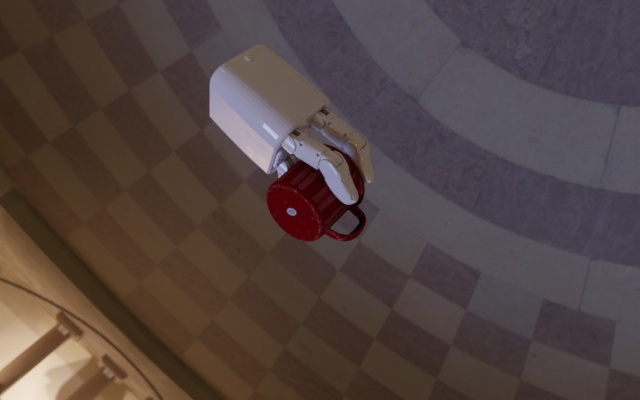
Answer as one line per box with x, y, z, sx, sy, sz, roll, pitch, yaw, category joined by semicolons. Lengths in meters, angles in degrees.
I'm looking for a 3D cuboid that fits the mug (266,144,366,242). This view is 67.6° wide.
0.001;0.003;0.554;0.081;0.117;0.093;-44;-6;-37;mug
